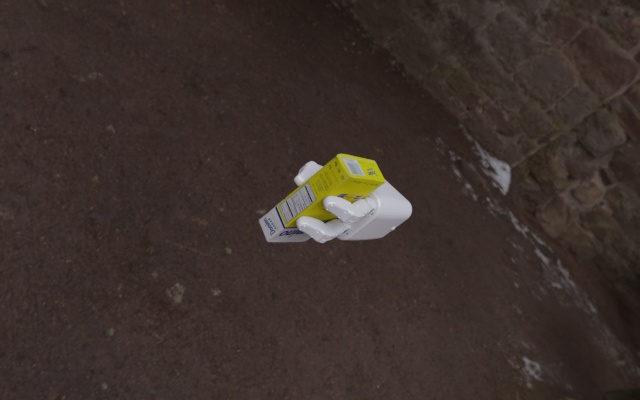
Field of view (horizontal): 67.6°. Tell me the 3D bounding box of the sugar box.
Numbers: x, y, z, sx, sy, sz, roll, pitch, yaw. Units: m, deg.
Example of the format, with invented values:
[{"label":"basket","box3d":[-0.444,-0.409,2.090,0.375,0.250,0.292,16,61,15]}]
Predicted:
[{"label":"sugar box","box3d":[0.000,0.003,0.703,0.176,0.048,0.093,-41,-27,30]}]
